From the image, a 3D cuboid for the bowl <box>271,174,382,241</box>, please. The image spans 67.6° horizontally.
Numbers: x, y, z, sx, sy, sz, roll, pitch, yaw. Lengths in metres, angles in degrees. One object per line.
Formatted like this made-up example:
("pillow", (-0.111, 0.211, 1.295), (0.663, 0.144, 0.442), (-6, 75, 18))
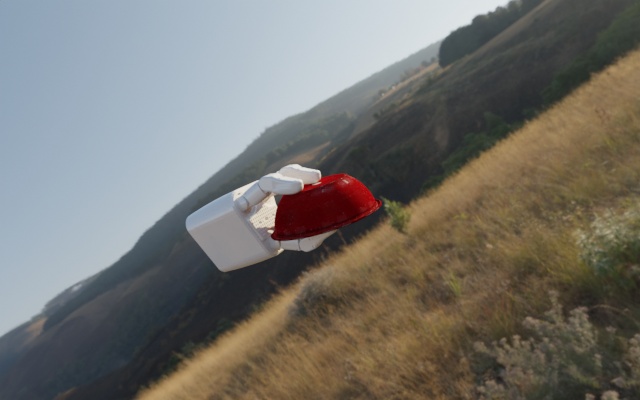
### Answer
("bowl", (0.001, 0.001, 0.665), (0.162, 0.055, 0.162), (-17, 9, 3))
